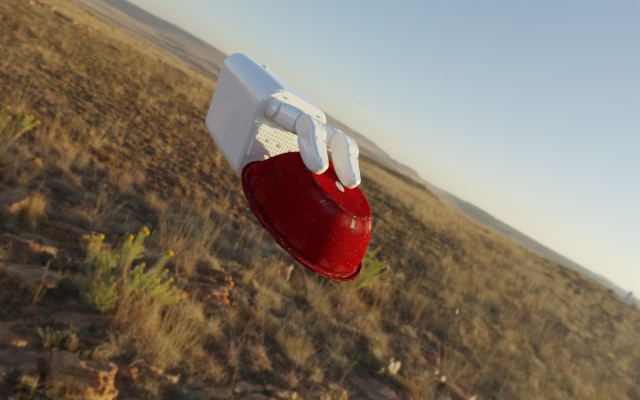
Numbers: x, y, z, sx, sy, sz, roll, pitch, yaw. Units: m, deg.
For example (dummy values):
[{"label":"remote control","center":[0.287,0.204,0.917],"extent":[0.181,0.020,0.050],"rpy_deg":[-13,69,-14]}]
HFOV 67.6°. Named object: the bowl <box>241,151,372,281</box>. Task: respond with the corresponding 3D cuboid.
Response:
[{"label":"bowl","center":[0.001,0.002,0.483],"extent":[0.055,0.162,0.162],"rpy_deg":[-45,-19,21]}]
